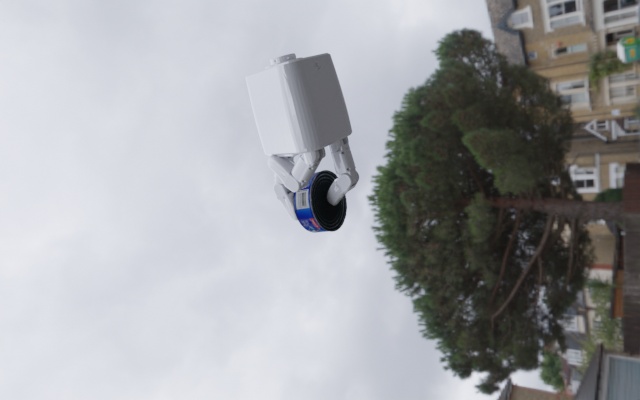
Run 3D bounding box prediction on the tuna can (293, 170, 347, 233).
[{"bbox_3d":[0.000,0.002,0.668,0.034,0.086,0.086,-8,-5,36],"label":"tuna can"}]
